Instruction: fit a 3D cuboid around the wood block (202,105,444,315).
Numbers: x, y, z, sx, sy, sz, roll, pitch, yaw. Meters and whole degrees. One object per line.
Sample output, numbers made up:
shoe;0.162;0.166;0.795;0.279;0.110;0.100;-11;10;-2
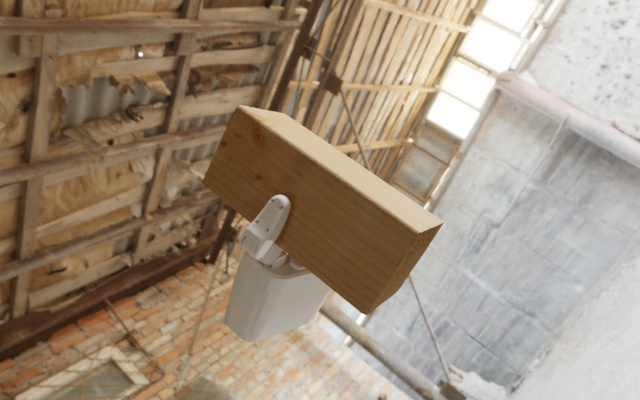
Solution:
wood block;0.000;0.002;0.460;0.206;0.090;0.091;36;19;20
